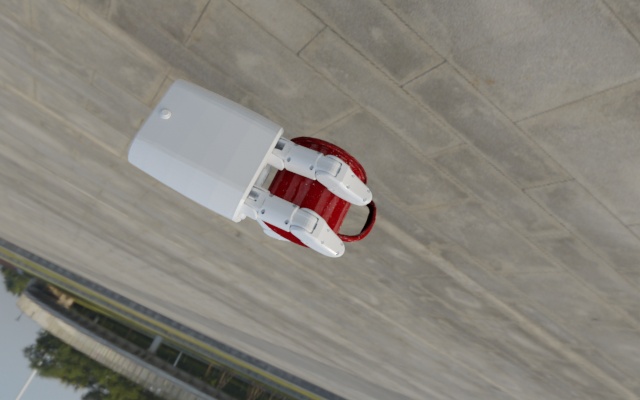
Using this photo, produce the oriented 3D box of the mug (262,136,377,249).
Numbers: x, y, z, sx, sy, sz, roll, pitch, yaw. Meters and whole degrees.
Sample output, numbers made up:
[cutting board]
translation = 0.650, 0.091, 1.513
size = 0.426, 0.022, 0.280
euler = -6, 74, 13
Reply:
[mug]
translation = 0.001, 0.002, 0.482
size = 0.117, 0.081, 0.093
euler = 27, -23, -3
